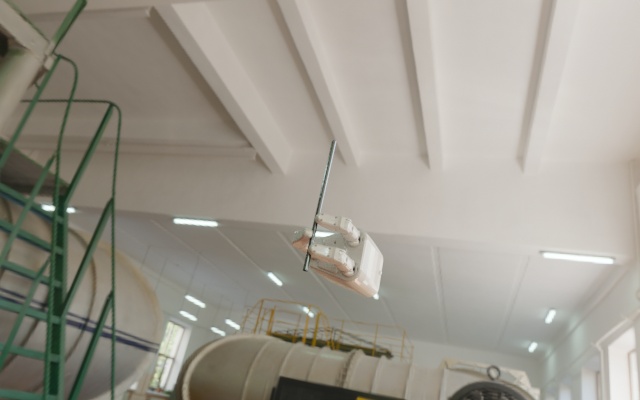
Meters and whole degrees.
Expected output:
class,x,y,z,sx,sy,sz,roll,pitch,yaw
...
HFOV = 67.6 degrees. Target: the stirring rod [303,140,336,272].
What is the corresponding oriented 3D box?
class,x,y,z,sx,sy,sz,roll,pitch,yaw
stirring rod,0.000,0.003,0.795,0.011,0.239,0.011,11,-24,5
